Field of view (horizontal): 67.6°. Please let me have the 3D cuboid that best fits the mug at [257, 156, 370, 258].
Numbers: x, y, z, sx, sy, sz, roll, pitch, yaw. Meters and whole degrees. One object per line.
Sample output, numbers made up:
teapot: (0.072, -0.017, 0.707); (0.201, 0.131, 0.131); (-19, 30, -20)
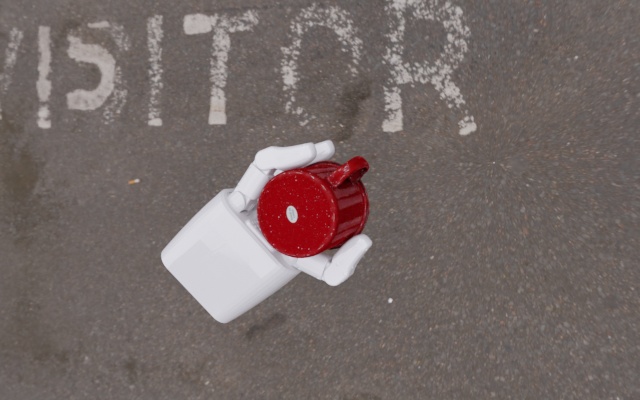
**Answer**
mug: (0.001, 0.001, 0.456); (0.117, 0.093, 0.081); (-41, -10, 20)
